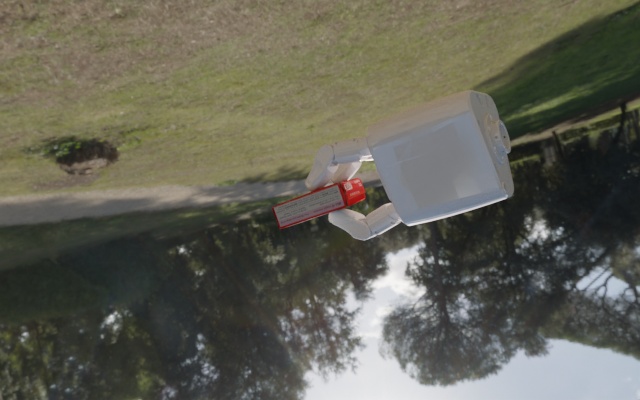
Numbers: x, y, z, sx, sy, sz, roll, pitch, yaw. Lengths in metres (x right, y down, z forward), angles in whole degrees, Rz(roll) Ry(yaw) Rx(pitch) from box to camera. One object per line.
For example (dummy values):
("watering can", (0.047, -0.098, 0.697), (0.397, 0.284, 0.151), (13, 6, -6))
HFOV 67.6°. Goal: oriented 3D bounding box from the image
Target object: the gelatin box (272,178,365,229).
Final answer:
("gelatin box", (0.000, 0.002, 0.548), (0.089, 0.030, 0.073), (-20, -1, 22))
